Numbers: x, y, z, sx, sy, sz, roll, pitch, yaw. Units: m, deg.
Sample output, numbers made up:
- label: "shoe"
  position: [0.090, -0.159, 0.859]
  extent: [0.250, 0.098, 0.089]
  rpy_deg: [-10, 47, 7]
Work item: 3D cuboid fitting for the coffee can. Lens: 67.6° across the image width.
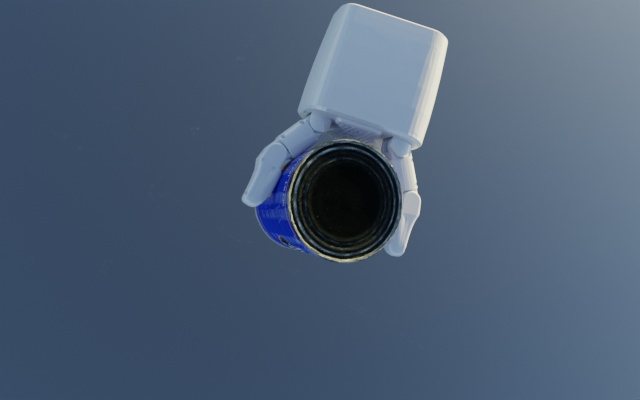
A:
- label: "coffee can"
  position: [0.000, 0.002, 0.457]
  extent: [0.103, 0.103, 0.140]
  rpy_deg: [0, -1, -19]
